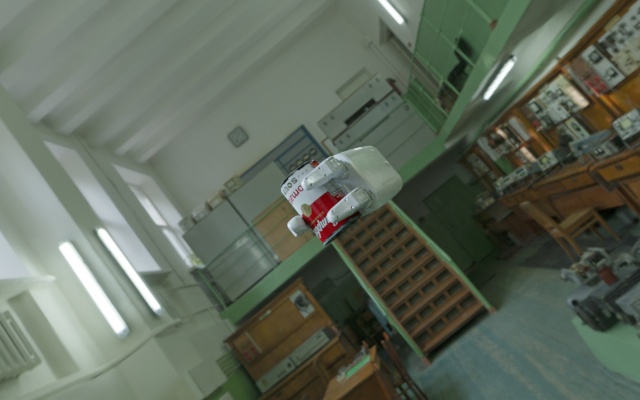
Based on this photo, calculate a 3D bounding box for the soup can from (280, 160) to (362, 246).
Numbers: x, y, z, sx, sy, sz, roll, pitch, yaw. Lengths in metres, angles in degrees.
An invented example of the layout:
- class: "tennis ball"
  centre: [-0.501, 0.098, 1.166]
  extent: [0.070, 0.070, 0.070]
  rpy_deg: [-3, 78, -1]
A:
- class: "soup can"
  centre: [0.000, 0.002, 0.662]
  extent: [0.068, 0.102, 0.068]
  rpy_deg: [-38, -9, -7]
